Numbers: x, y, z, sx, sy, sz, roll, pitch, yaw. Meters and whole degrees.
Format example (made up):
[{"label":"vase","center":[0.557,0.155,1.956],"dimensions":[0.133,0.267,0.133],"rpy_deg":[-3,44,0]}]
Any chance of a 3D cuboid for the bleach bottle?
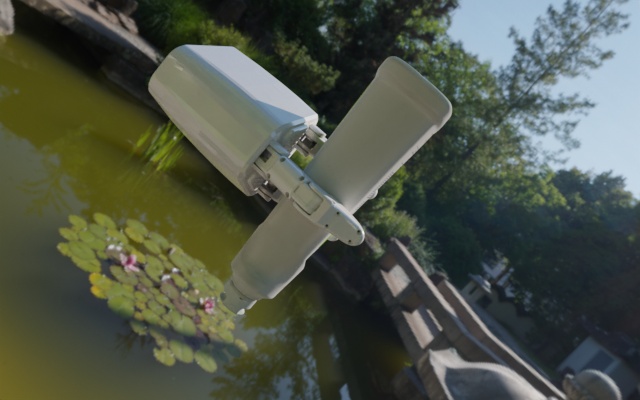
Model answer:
[{"label":"bleach bottle","center":[0.000,0.001,0.409],"dimensions":[0.068,0.251,0.102],"rpy_deg":[42,8,4]}]
